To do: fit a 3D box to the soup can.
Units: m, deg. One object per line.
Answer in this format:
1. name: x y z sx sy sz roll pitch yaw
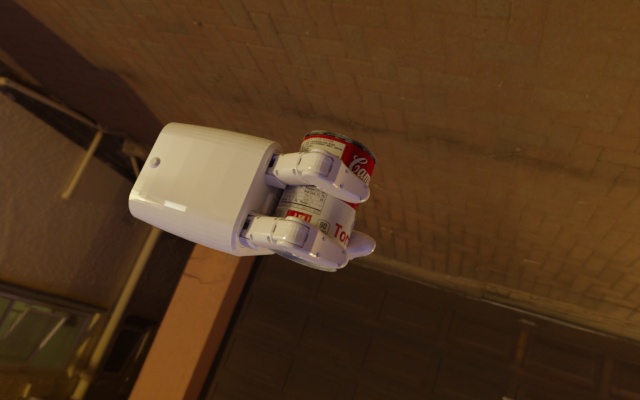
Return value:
1. soup can: 0.000 0.002 0.407 0.068 0.102 0.068 19 -16 6
